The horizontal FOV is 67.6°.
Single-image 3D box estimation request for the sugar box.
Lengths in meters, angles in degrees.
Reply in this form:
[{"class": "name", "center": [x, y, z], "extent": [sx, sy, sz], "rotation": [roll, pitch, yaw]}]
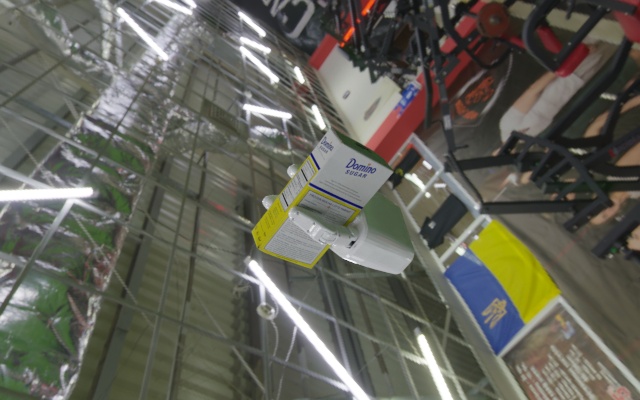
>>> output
[{"class": "sugar box", "center": [0.000, 0.002, 0.604], "extent": [0.093, 0.176, 0.048], "rotation": [25, 22, -36]}]
